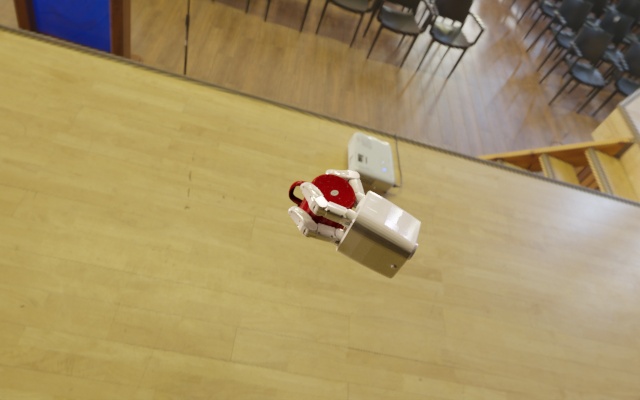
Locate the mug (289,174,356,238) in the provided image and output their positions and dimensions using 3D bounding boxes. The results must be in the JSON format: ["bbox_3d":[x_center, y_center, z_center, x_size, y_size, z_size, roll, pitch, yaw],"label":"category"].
[{"bbox_3d":[-0.001,0.002,0.825,0.117,0.093,0.081,29,-43,2],"label":"mug"}]
